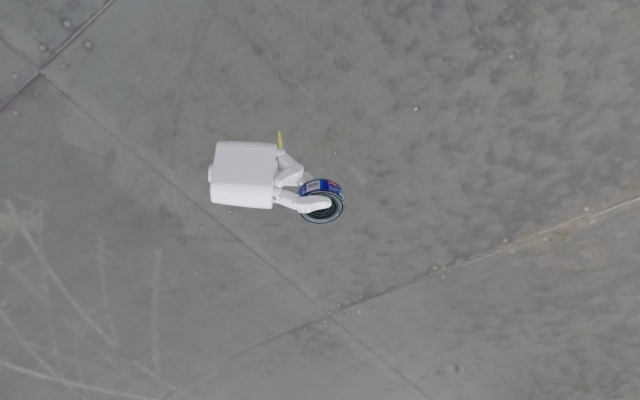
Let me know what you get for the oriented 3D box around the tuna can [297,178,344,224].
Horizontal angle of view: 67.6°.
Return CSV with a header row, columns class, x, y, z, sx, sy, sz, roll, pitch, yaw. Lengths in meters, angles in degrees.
class,x,y,z,sx,sy,sz,roll,pitch,yaw
tuna can,0.000,0.003,0.858,0.086,0.086,0.033,0,43,-4
